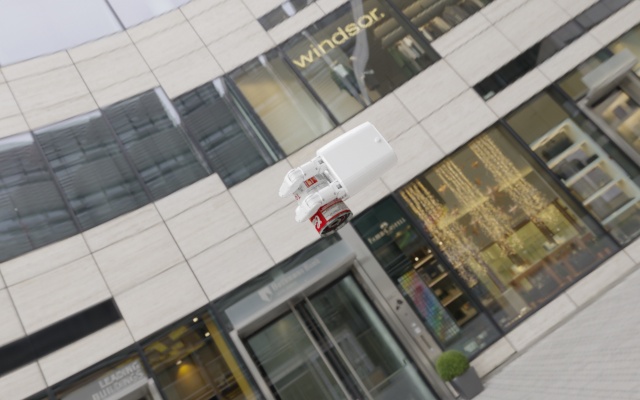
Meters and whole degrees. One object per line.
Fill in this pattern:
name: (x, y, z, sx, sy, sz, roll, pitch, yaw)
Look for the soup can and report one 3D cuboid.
soup can: (0.000, 0.003, 0.825, 0.068, 0.102, 0.068, -31, -19, -12)
